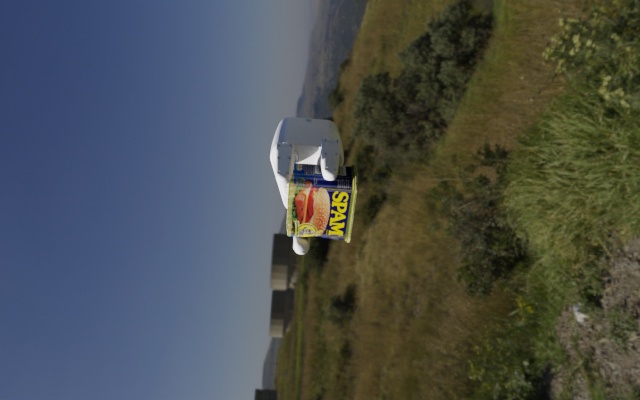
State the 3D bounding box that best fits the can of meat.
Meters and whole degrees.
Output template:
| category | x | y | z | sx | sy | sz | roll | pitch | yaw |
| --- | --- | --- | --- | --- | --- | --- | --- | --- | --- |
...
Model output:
| category | x | y | z | sx | sy | sz | roll | pitch | yaw |
| --- | --- | --- | --- | --- | --- | --- | --- | --- | --- |
| can of meat | 0.000 | 0.002 | 0.614 | 0.084 | 0.102 | 0.057 | 4 | 35 | -3 |
